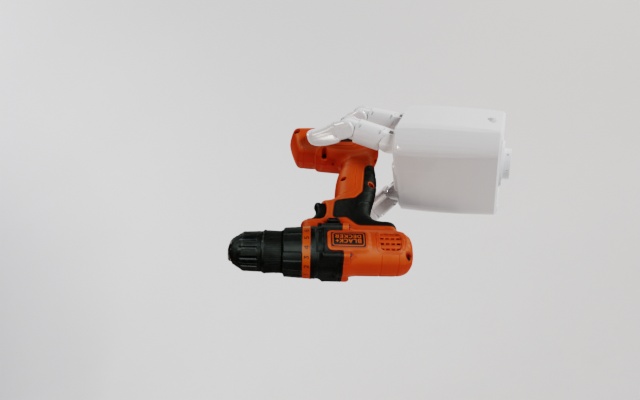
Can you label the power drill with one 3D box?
[{"bbox_3d":[0.000,0.001,0.523,0.184,0.187,0.057,3,-39,-3],"label":"power drill"}]
